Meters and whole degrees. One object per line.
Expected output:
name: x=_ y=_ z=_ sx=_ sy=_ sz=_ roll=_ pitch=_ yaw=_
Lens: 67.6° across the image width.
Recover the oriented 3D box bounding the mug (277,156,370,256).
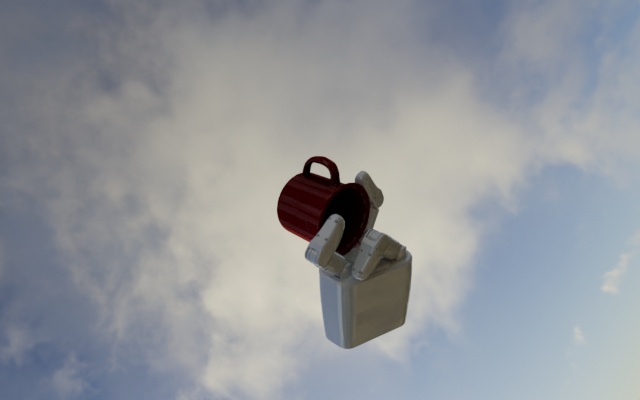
mug: x=0.000 y=0.001 z=0.583 sx=0.081 sy=0.117 sz=0.093 roll=22 pitch=36 yaw=40
